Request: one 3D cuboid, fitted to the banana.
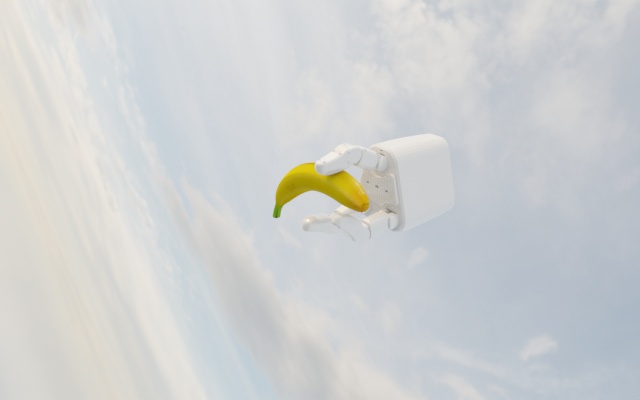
[{"bbox_3d":[-0.005,-0.016,0.615,0.037,0.069,0.198,-12,3,-35],"label":"banana"}]
